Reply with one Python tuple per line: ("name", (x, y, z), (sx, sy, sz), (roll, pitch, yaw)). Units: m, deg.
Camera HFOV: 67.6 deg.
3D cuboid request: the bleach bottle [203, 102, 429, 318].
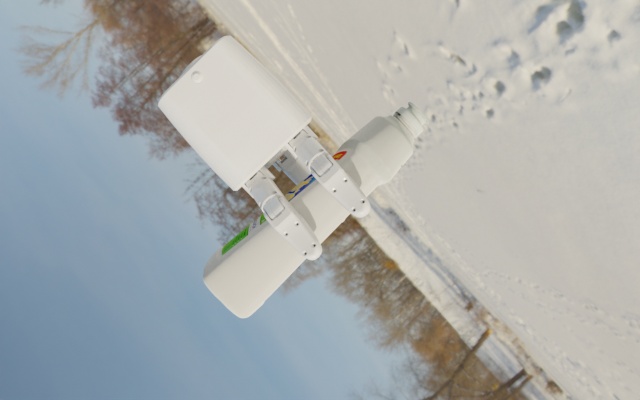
("bleach bottle", (0.000, 0.002, 0.466), (0.251, 0.068, 0.102), (-43, 7, 5))
